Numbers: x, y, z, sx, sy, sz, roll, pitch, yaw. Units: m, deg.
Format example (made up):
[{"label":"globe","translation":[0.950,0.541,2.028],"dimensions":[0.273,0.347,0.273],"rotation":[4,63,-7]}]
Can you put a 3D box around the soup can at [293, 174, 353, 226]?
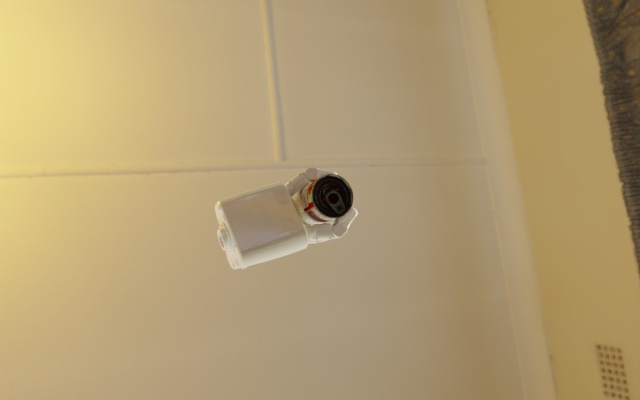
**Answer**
[{"label":"soup can","translation":[0.000,0.002,0.758],"dimensions":[0.068,0.068,0.102],"rotation":[0,-11,-22]}]
